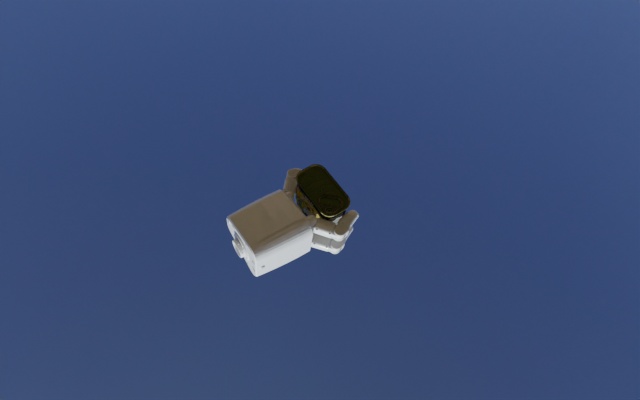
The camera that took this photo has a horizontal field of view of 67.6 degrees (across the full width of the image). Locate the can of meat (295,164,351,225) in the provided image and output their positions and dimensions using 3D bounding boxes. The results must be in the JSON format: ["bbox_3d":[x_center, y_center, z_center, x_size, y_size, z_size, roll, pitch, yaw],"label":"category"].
[{"bbox_3d":[0.000,0.003,0.825,0.057,0.102,0.084,-30,-23,-22],"label":"can of meat"}]
